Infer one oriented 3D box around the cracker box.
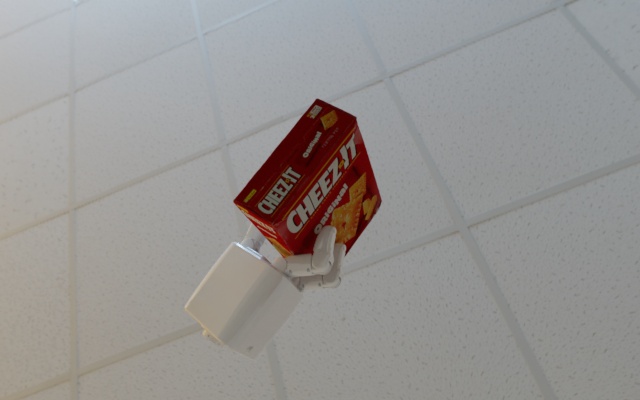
[{"bbox_3d":[0.000,0.002,0.628,0.072,0.164,0.214,29,-17,27],"label":"cracker box"}]
